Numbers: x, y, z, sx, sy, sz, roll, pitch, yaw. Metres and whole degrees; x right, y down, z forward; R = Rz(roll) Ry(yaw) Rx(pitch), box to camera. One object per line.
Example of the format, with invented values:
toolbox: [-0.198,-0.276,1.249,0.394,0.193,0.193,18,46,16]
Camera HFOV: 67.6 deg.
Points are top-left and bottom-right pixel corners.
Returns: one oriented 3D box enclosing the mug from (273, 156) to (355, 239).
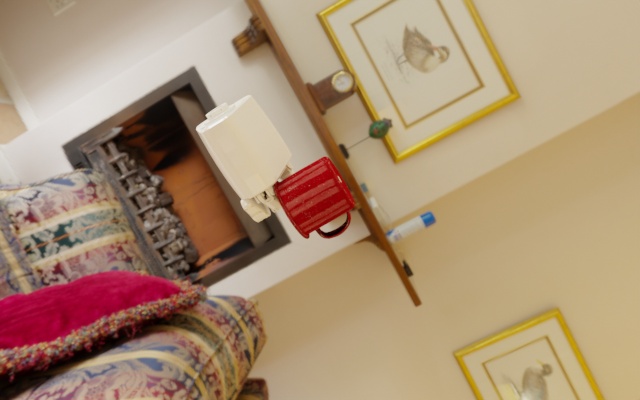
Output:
mug: [0.001,0.003,0.657,0.081,0.117,0.093,-30,22,7]
